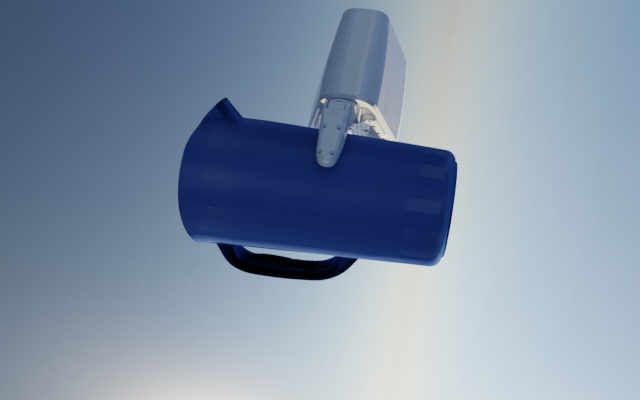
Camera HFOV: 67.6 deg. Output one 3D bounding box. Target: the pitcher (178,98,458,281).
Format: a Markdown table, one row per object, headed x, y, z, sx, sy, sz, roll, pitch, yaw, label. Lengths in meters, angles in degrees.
| x | y | z | sx | sy | sz | roll | pitch | yaw | label |
| --- | --- | --- | --- | --- | --- | --- | --- | --- | --- |
| 0.000 | 0.001 | 0.465 | 0.243 | 0.145 | 0.149 | 8 | -18 | 12 | pitcher |
